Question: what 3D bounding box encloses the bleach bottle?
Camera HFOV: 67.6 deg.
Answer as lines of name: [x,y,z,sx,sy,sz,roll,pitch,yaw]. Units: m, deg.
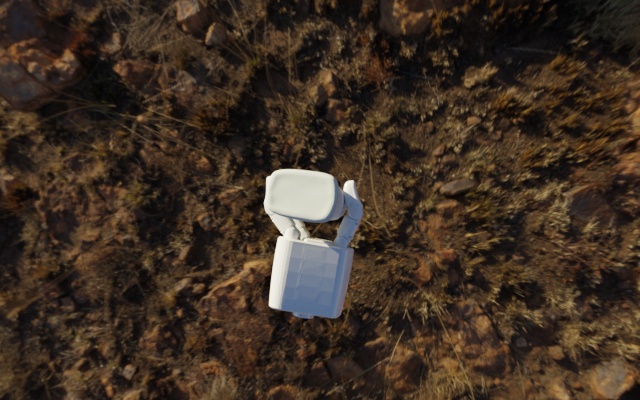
bleach bottle: [0.000,0.002,0.753,0.102,0.068,0.251,9,-3,14]
